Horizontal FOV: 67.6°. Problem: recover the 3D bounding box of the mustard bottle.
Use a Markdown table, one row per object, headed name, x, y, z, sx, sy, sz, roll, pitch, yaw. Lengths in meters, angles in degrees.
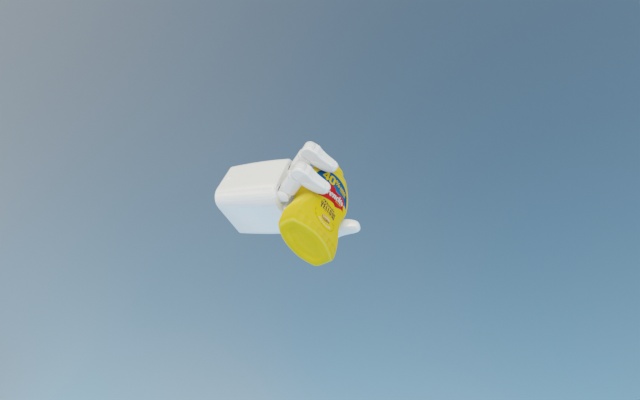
| name | x | y | z | sx | sy | sz | roll | pitch | yaw |
| --- | --- | --- | --- | --- | --- | --- | --- | --- | --- |
| mustard bottle | 0.000 | 0.002 | 0.736 | 0.058 | 0.096 | 0.191 | -27 | 27 | 33 |
